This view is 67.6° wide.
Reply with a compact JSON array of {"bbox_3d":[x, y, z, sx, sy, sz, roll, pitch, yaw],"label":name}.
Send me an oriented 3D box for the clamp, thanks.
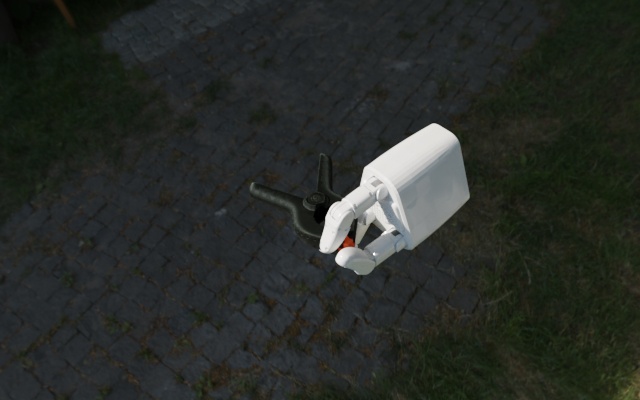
[{"bbox_3d":[0.000,0.002,0.600,0.120,0.039,0.171,-36,53,-17],"label":"clamp"}]
